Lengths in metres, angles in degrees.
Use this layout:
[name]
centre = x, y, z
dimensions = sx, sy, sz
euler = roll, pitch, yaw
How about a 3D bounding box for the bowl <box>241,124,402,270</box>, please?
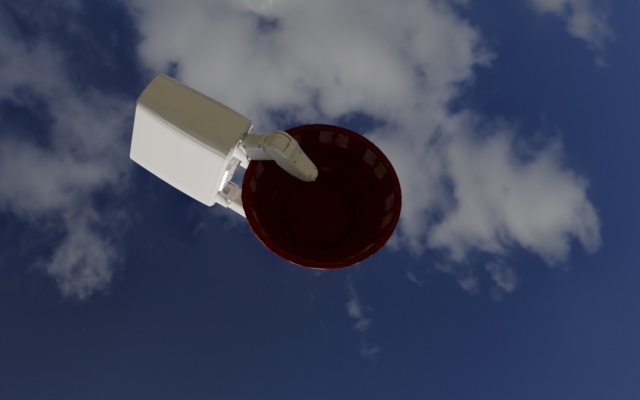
[bowl]
centre = 0.001, 0.003, 0.500
dimensions = 0.162, 0.162, 0.055
euler = 0, -25, -6
